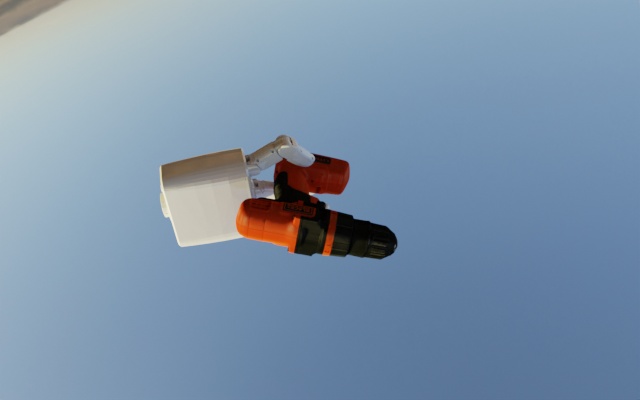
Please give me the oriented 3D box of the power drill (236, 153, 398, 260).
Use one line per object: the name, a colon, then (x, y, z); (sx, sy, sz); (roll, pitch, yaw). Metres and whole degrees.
power drill: (0.000, 0.002, 0.601); (0.184, 0.057, 0.187); (12, 26, -3)
